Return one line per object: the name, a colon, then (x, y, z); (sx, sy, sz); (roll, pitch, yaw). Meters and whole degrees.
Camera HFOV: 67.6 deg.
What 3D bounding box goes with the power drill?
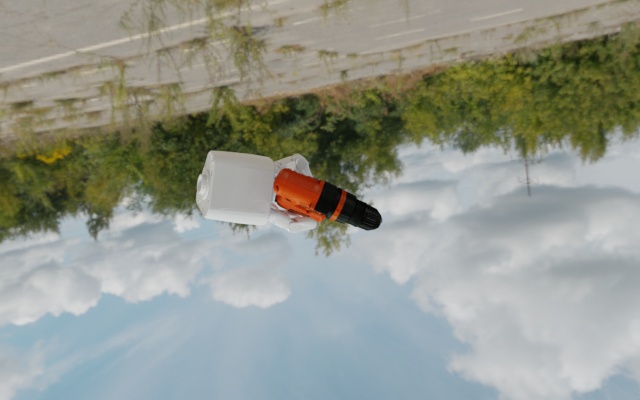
power drill: (0.000, 0.003, 0.824); (0.184, 0.057, 0.187); (25, -8, -10)
